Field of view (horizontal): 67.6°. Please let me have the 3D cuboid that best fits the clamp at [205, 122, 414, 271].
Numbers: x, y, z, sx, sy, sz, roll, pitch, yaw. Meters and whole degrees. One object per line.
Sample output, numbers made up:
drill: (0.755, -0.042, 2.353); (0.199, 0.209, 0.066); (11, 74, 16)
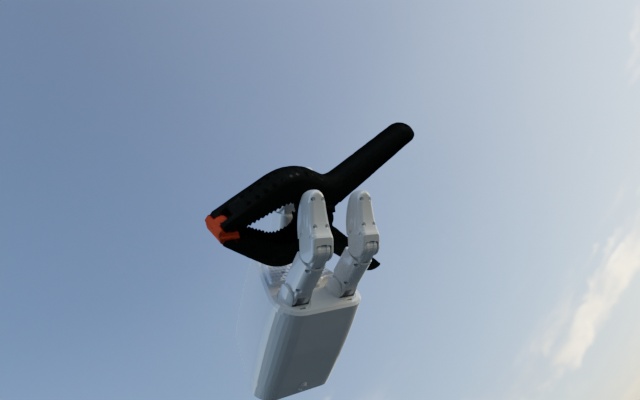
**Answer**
clamp: (-0.001, 0.001, 0.437); (0.210, 0.165, 0.036); (-1, 25, -39)
